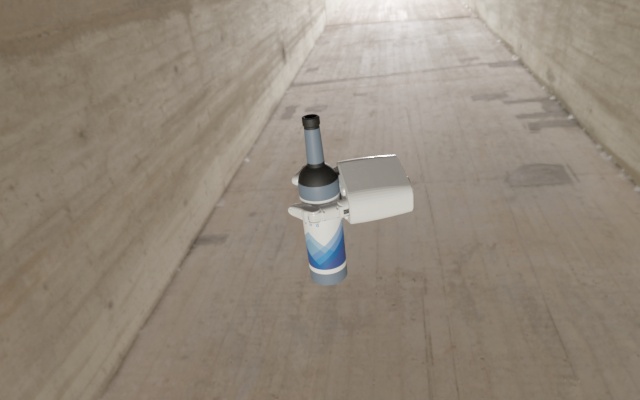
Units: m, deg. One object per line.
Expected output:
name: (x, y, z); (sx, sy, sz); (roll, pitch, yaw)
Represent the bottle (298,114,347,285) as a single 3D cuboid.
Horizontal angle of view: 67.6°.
bottle: (0.000, 0.003, 0.791); (0.069, 0.296, 0.069); (-5, 27, 3)
